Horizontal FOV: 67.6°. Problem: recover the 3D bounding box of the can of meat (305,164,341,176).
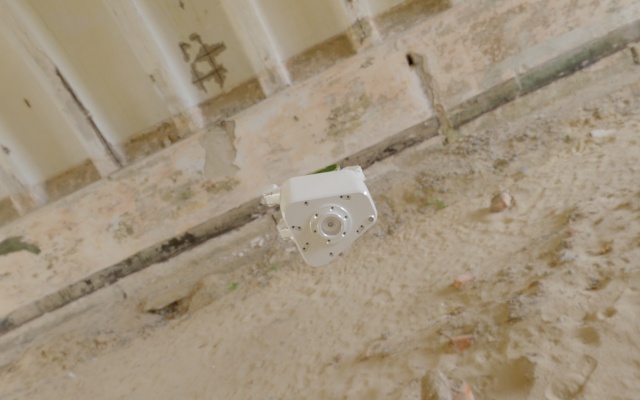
[{"bbox_3d":[0.000,0.002,0.717,0.102,0.084,0.057,-24,16,6],"label":"can of meat"}]
